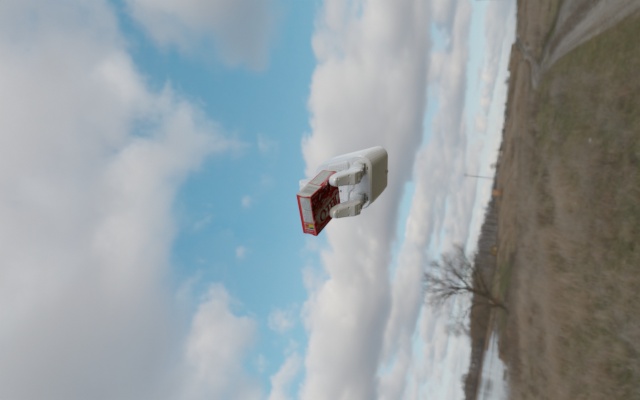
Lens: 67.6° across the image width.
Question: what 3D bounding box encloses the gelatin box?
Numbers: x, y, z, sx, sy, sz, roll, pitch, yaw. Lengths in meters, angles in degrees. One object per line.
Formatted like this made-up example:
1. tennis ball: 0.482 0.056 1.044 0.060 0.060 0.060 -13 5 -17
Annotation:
1. gelatin box: 0.000 0.003 0.770 0.030 0.073 0.089 10 35 29
